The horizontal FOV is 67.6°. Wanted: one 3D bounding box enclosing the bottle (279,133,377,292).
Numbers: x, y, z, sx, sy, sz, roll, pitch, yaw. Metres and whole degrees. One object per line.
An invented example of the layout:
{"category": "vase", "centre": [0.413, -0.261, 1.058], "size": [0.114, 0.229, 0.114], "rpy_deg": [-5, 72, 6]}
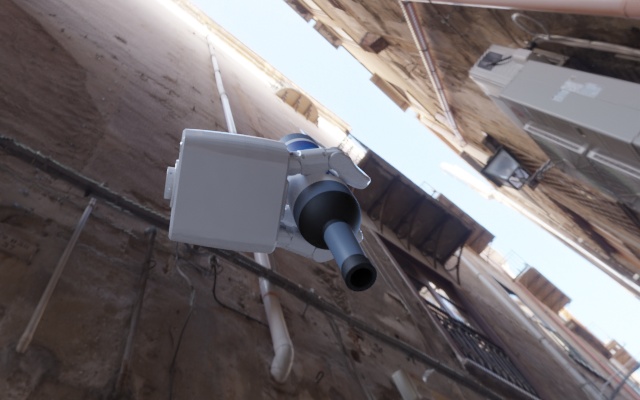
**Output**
{"category": "bottle", "centre": [0.000, 0.002, 0.515], "size": [0.069, 0.069, 0.295], "rpy_deg": [0, 25, -14]}
